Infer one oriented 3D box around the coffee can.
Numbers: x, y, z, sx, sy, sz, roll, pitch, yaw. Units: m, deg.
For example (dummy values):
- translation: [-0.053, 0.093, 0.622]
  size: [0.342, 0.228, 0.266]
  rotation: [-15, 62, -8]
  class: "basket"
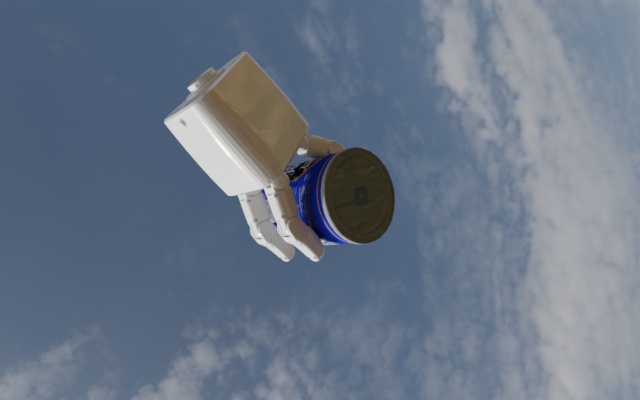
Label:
- translation: [0.000, 0.002, 0.554]
  size: [0.103, 0.103, 0.140]
  rotation: [0, -6, -39]
  class: "coffee can"
